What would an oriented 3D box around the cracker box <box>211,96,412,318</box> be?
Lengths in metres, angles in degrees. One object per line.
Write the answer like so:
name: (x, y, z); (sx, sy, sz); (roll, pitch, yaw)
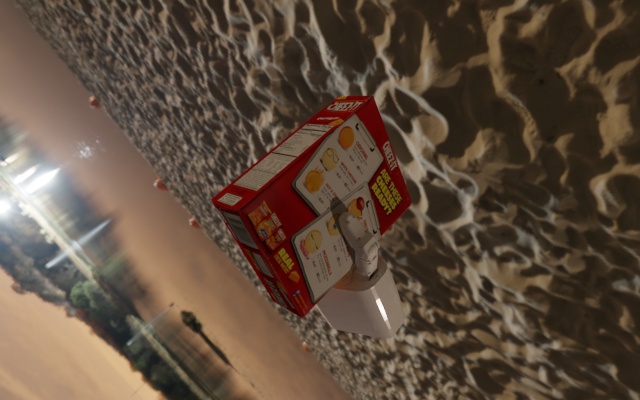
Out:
cracker box: (0.000, 0.002, 0.562); (0.072, 0.164, 0.213); (16, 50, 47)
